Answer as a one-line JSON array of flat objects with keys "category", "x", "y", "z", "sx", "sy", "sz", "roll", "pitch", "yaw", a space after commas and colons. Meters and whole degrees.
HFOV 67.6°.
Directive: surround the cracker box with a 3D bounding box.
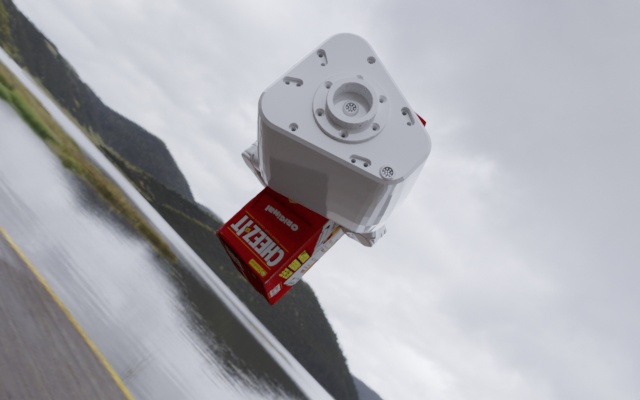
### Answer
[{"category": "cracker box", "x": 0.000, "y": 0.002, "z": 0.498, "sx": 0.213, "sy": 0.072, "sz": 0.164, "roll": -43, "pitch": -12, "yaw": -16}]
